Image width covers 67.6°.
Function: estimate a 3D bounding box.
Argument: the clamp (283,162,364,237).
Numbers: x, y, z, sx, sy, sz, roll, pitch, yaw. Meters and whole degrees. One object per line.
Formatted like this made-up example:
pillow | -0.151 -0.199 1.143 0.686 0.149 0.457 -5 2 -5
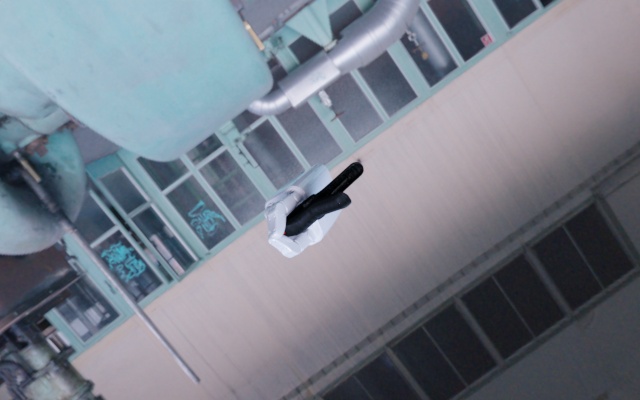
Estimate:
clamp | 0.000 0.003 0.758 0.171 0.039 0.120 -29 12 37
